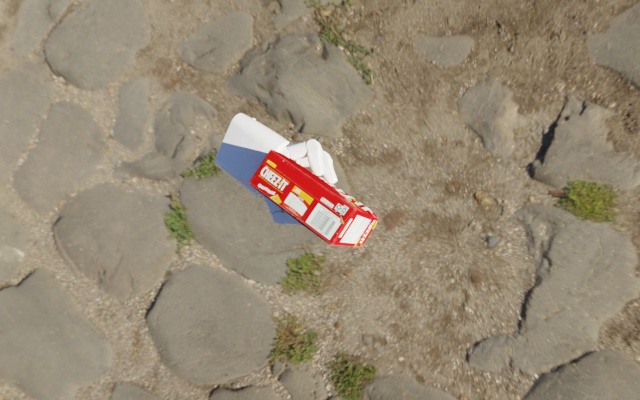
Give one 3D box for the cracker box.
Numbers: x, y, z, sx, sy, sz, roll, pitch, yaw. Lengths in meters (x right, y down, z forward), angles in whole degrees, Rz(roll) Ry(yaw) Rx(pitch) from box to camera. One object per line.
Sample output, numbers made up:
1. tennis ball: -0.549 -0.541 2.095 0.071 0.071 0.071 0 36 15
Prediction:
1. cracker box: 0.000 0.003 0.792 0.164 0.072 0.214 36 5 16
